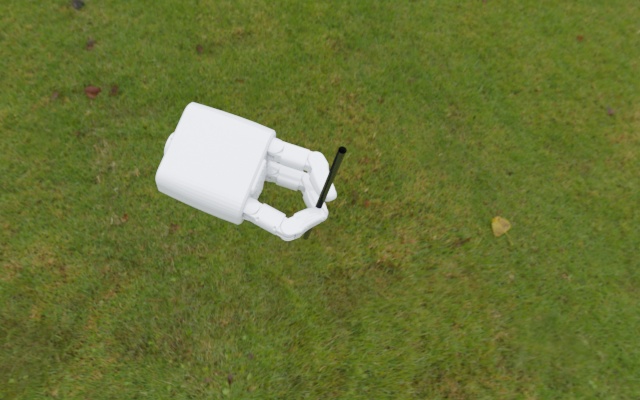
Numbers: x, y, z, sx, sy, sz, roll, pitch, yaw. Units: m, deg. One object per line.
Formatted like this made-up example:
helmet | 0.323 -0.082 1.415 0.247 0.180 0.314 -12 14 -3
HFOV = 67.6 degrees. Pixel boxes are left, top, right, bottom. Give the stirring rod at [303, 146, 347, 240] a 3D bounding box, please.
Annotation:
stirring rod | 0.000 0.002 0.552 0.011 0.011 0.240 0 -24 -11
